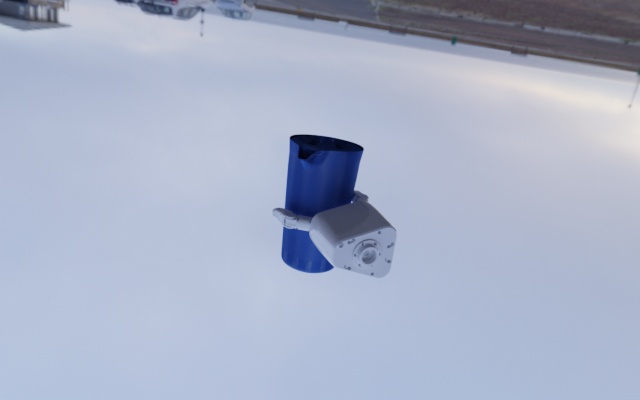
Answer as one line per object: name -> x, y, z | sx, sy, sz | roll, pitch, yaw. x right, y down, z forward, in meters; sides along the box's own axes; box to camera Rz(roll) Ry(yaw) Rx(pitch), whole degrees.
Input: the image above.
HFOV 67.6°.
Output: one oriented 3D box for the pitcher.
pitcher -> 0.000, 0.003, 0.887 | 0.149, 0.243, 0.145 | 2, 19, -20
